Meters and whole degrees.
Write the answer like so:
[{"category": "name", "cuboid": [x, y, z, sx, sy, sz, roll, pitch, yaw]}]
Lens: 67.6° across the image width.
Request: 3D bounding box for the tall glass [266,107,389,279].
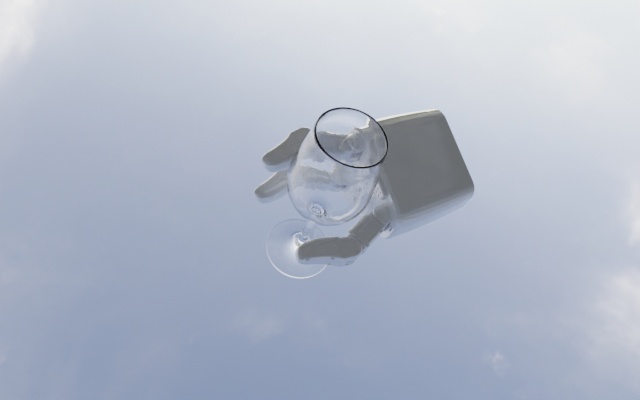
[{"category": "tall glass", "cuboid": [0.000, 0.002, 0.455, 0.079, 0.079, 0.201, 0, -31, -17]}]
